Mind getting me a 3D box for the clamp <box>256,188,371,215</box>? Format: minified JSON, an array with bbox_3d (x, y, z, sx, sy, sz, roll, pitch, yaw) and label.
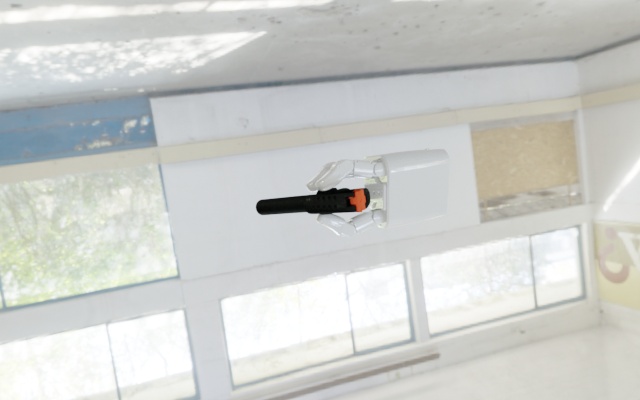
[{"bbox_3d":[0.001,0.003,0.687,0.164,0.036,0.210,-9,4,-16],"label":"clamp"}]
